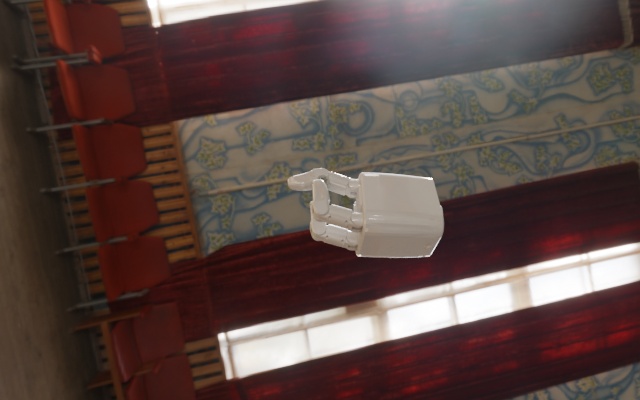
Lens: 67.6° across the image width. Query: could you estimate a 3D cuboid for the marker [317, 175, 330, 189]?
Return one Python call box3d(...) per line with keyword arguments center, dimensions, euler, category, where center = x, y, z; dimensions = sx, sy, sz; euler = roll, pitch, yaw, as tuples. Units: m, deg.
box3d(center=(0.000, 0.002, 0.714), dimensions=(0.020, 0.020, 0.121), euler=(0, -30, -4), category="marker")
